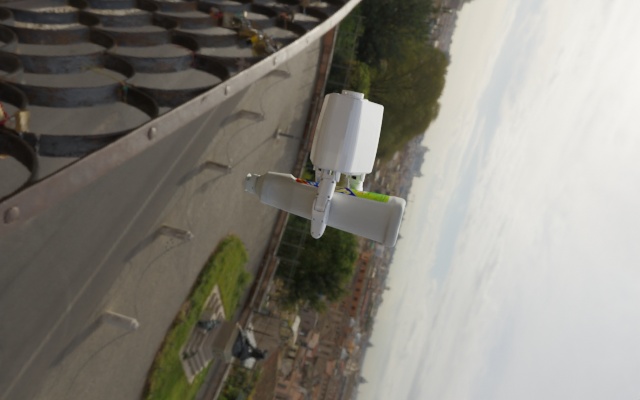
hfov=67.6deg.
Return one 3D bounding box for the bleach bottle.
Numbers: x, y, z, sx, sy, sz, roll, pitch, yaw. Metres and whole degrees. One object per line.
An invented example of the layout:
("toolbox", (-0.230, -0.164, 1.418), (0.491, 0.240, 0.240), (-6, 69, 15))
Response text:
("bleach bottle", (0.000, 0.002, 0.735), (0.251, 0.068, 0.102), (14, 12, 10))
